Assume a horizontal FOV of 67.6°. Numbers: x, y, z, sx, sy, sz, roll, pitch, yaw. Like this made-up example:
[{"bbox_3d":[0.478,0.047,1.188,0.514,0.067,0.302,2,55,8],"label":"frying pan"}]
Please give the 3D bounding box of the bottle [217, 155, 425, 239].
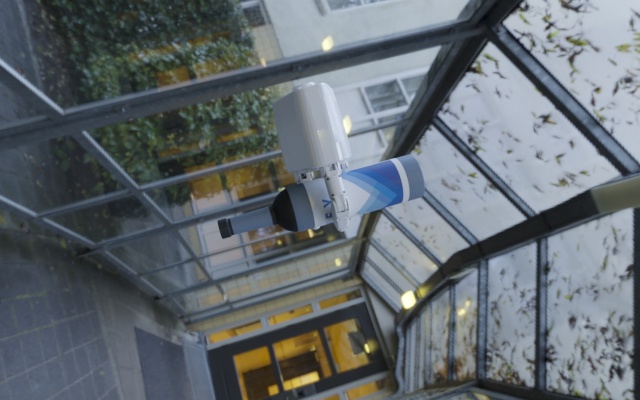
[{"bbox_3d":[0.000,0.002,0.687,0.295,0.069,0.069,-15,2,-9],"label":"bottle"}]
